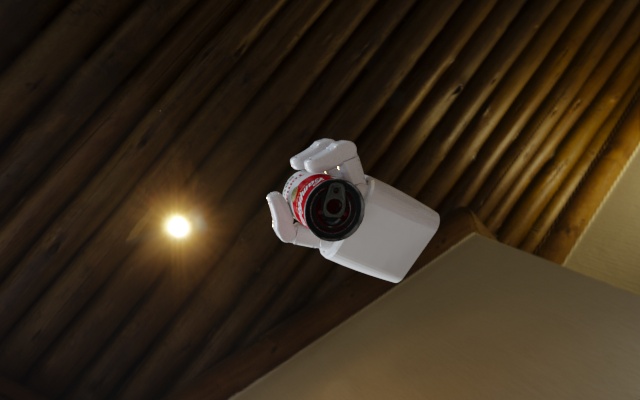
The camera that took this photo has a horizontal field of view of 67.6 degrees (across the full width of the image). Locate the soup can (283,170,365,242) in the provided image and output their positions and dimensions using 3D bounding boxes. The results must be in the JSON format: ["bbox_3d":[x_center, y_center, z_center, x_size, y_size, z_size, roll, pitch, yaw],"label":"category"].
[{"bbox_3d":[0.000,0.002,0.547,0.068,0.068,0.102,0,10,-18],"label":"soup can"}]
